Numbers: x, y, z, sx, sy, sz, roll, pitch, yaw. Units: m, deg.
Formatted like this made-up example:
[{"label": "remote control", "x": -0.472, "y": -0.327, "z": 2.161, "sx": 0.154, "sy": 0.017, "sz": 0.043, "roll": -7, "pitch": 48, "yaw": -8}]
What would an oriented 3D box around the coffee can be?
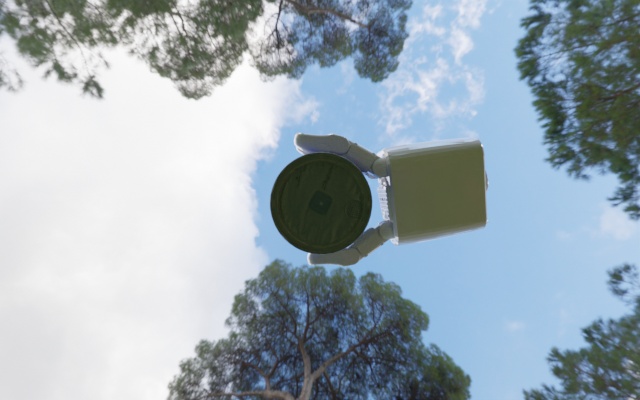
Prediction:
[{"label": "coffee can", "x": 0.000, "y": 0.002, "z": 0.544, "sx": 0.103, "sy": 0.103, "sz": 0.140, "roll": 0, "pitch": 1, "yaw": -1}]
